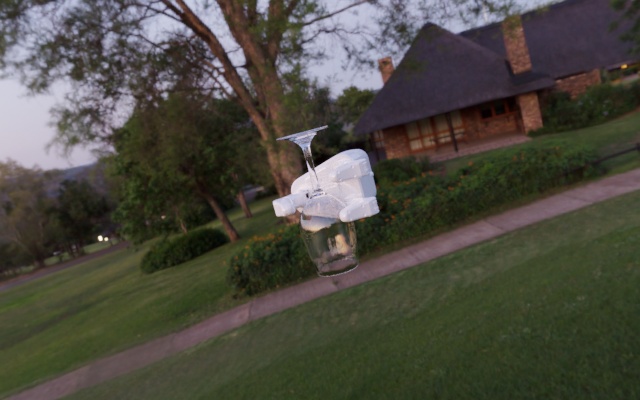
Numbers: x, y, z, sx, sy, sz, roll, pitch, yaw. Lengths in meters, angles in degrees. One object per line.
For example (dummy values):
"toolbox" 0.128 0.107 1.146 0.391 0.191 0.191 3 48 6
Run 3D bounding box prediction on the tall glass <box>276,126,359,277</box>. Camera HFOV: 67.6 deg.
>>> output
"tall glass" 0.000 0.002 0.669 0.079 0.201 0.079 -14 8 2
